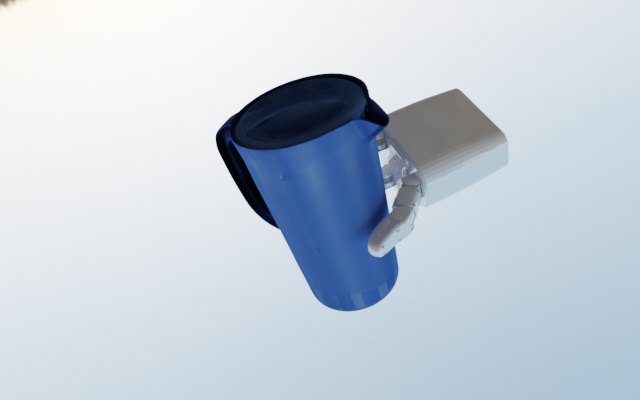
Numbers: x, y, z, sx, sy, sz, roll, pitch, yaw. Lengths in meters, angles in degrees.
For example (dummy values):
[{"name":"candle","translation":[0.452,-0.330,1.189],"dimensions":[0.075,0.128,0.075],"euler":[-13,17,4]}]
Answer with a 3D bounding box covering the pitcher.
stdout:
[{"name":"pitcher","translation":[0.000,0.002,0.506],"dimensions":[0.145,0.243,0.149],"euler":[-26,37,-10]}]
